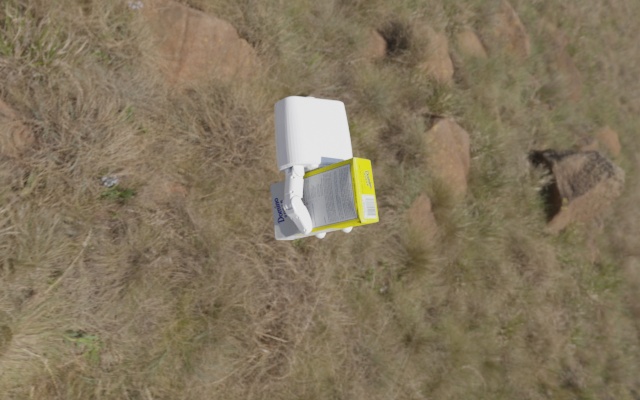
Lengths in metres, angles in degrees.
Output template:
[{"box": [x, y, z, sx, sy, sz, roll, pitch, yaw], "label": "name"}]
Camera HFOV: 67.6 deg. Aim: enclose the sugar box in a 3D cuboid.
[{"box": [0.001, 0.002, 0.721, 0.176, 0.093, 0.048, -15, -13, 43], "label": "sugar box"}]
